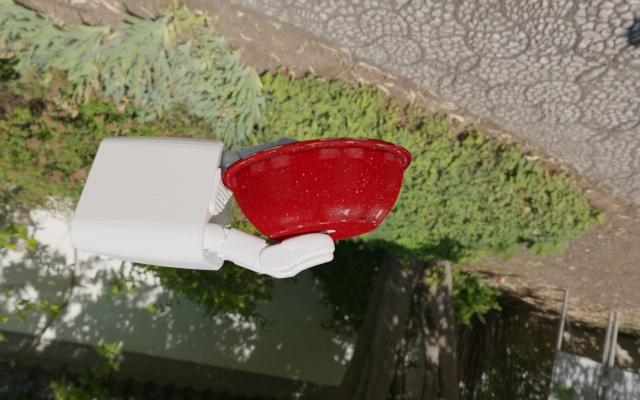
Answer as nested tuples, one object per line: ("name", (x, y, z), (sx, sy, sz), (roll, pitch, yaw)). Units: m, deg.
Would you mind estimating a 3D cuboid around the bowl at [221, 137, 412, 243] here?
("bowl", (0.001, 0.002, 0.402), (0.162, 0.055, 0.162), (-7, -13, -2))
